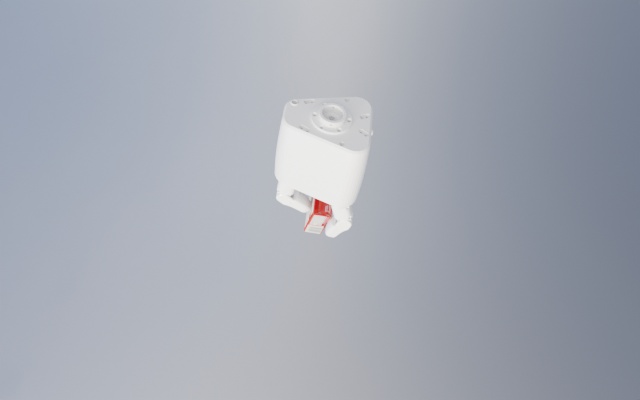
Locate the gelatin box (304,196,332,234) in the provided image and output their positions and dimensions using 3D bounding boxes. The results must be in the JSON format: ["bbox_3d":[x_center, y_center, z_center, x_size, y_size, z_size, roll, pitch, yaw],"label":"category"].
[{"bbox_3d":[0.000,0.002,0.715,0.030,0.073,0.089,11,-22,-7],"label":"gelatin box"}]
